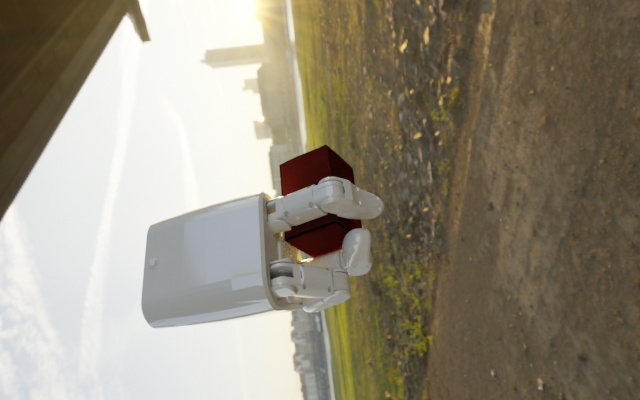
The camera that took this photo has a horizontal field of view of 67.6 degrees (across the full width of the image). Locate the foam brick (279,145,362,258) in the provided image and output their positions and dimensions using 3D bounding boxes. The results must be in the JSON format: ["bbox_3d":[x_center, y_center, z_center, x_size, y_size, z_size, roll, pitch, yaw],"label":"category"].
[{"bbox_3d":[0.000,0.001,0.420,0.051,0.078,0.053,-21,-33,23],"label":"foam brick"}]
